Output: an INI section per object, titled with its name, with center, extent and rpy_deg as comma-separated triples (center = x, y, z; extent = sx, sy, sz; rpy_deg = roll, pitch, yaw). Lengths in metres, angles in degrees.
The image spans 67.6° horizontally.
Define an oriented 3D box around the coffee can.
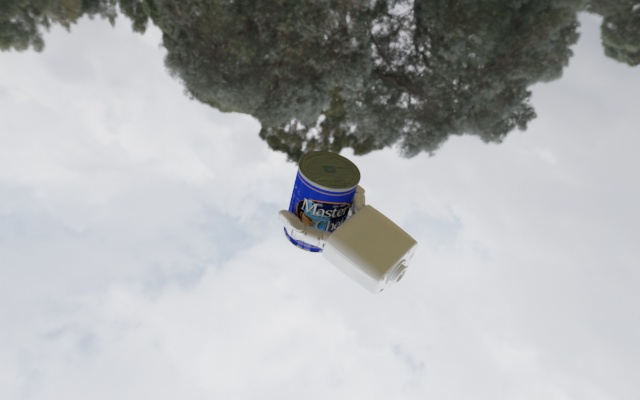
[coffee can]
center = 0.000, 0.002, 0.803
extent = 0.103, 0.140, 0.102
rpy_deg = 10, 38, -8
